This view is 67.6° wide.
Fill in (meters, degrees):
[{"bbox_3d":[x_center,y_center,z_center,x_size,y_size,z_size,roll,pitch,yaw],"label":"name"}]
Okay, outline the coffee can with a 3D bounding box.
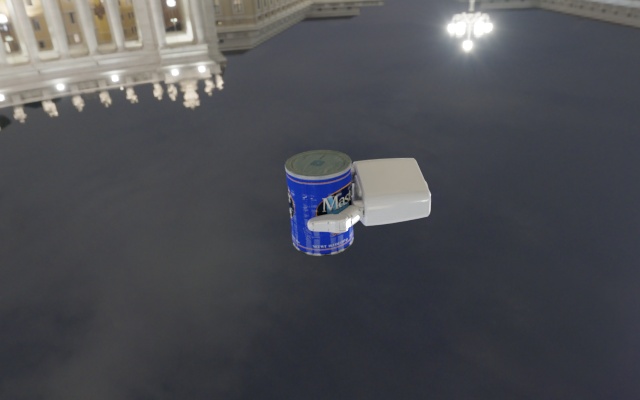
[{"bbox_3d":[0.000,0.002,0.766,0.103,0.140,0.102,-3,28,1],"label":"coffee can"}]
